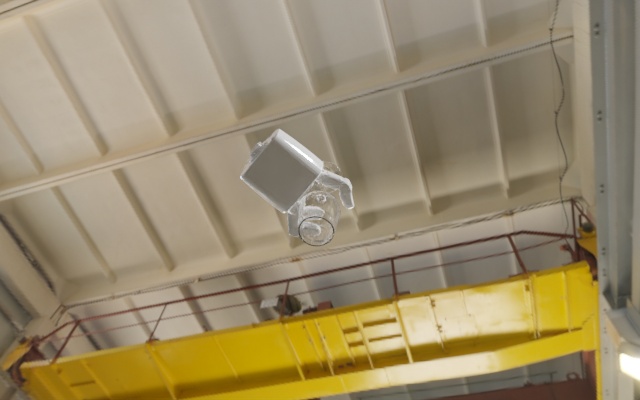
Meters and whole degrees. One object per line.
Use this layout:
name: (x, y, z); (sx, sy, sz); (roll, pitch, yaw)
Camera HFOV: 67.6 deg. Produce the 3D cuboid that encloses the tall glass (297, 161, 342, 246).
tall glass: (0.000, 0.003, 0.894); (0.079, 0.079, 0.201); (0, 31, 5)
